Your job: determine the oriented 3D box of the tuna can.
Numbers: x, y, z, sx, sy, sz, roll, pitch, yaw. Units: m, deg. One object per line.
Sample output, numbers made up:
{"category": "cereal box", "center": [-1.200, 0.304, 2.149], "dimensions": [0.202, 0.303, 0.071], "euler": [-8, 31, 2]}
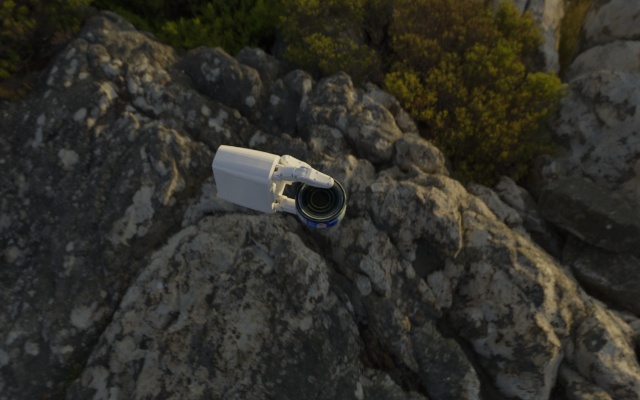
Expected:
{"category": "tuna can", "center": [0.000, 0.002, 0.789], "dimensions": [0.086, 0.086, 0.034], "euler": [0, -24, 0]}
